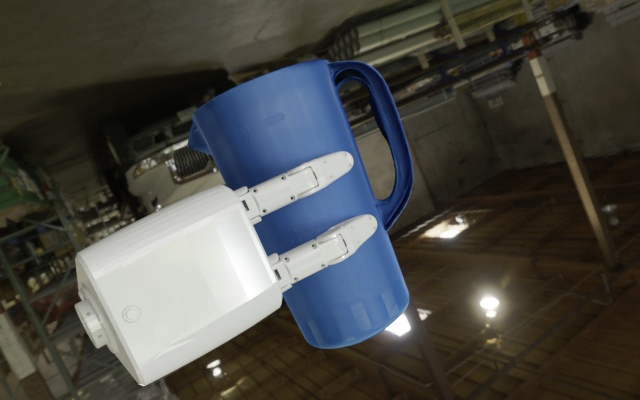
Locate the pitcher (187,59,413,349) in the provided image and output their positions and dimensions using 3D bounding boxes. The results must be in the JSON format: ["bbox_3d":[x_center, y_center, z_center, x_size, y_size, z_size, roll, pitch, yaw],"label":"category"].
[{"bbox_3d":[0.000,0.002,0.440,0.145,0.243,0.149,-28,7,-36],"label":"pitcher"}]
